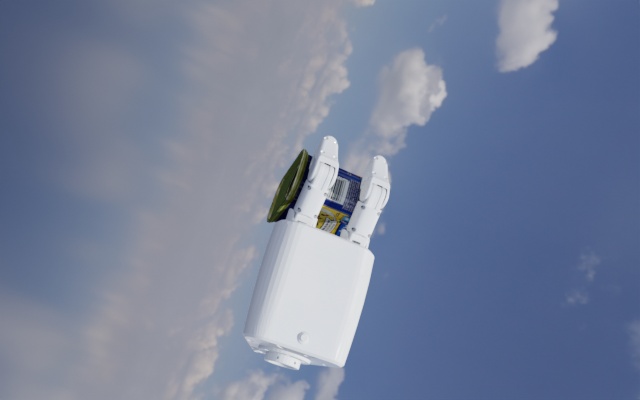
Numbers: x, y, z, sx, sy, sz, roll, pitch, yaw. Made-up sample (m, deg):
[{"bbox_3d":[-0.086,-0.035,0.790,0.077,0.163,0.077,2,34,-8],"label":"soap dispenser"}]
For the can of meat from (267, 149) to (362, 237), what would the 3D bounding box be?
[{"bbox_3d":[0.000,0.002,0.499,0.084,0.057,0.102,22,-27,-12],"label":"can of meat"}]
